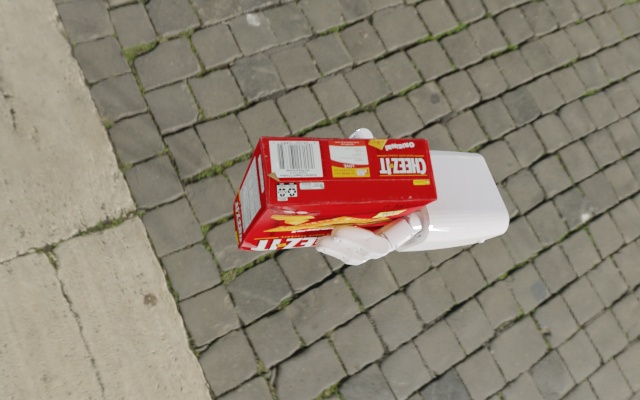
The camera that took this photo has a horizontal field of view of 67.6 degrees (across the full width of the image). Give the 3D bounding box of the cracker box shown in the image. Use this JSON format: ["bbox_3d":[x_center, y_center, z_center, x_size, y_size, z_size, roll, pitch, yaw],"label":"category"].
[{"bbox_3d":[0.000,0.001,0.519,0.164,0.072,0.214,-2,-15,-17],"label":"cracker box"}]
